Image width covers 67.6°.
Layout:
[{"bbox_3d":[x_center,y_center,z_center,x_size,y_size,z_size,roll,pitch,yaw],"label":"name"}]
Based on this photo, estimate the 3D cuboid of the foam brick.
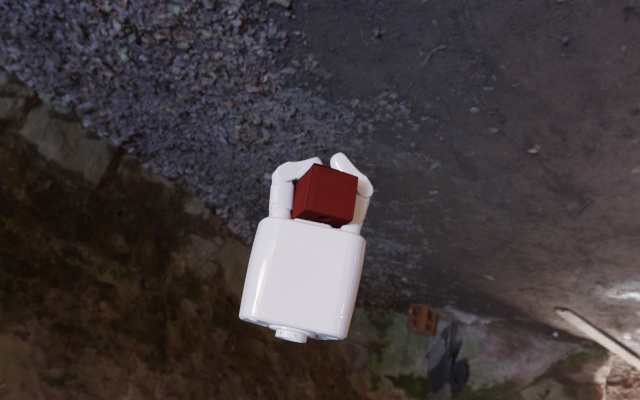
[{"bbox_3d":[0.000,0.001,0.514,0.053,0.051,0.078,15,-21,-15],"label":"foam brick"}]
